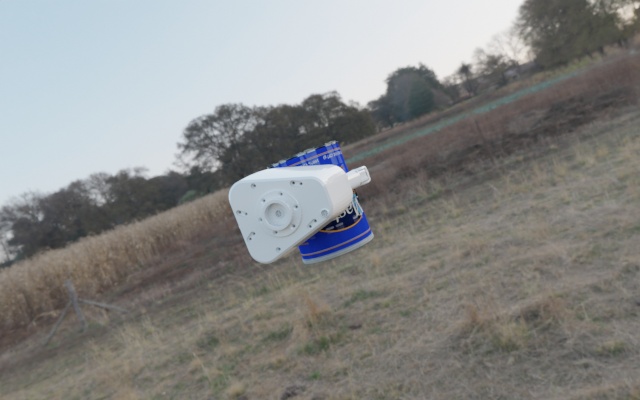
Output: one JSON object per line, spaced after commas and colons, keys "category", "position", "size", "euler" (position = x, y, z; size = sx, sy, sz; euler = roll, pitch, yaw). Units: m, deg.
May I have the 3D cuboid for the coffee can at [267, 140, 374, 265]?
{"category": "coffee can", "position": [0.000, 0.002, 0.648], "size": [0.103, 0.140, 0.103], "euler": [-21, 3, 1]}
